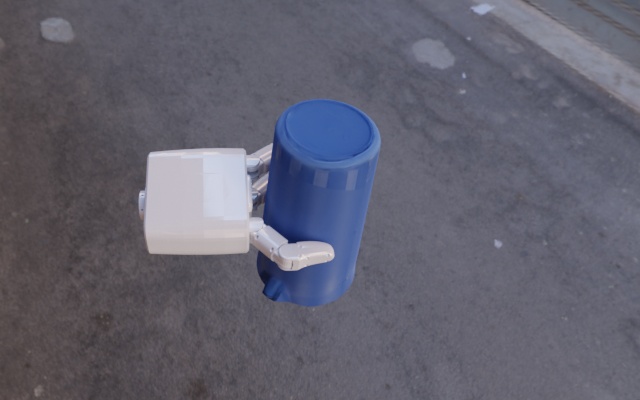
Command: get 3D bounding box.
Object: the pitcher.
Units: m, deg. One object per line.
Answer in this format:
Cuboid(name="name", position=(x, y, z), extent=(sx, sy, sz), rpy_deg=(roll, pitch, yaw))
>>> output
Cuboid(name="pitcher", position=(0.000, 0.002, 0.567), extent=(0.145, 0.149, 0.243), rpy_deg=(-1, -42, -11))
